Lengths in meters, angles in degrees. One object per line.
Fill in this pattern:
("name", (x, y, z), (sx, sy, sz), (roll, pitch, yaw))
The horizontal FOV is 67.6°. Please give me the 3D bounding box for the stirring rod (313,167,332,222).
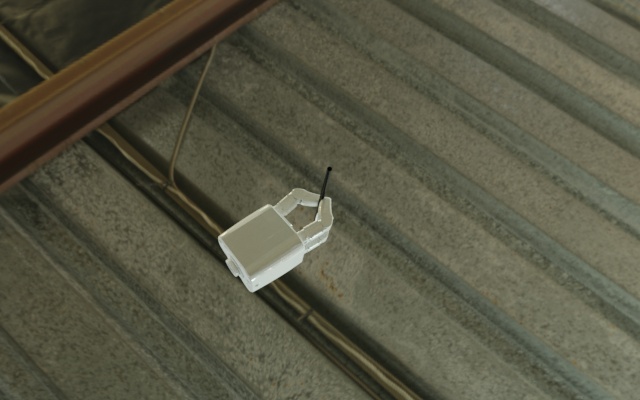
("stirring rod", (0.000, 0.003, 0.843), (0.011, 0.011, 0.240), (0, -25, -7))
